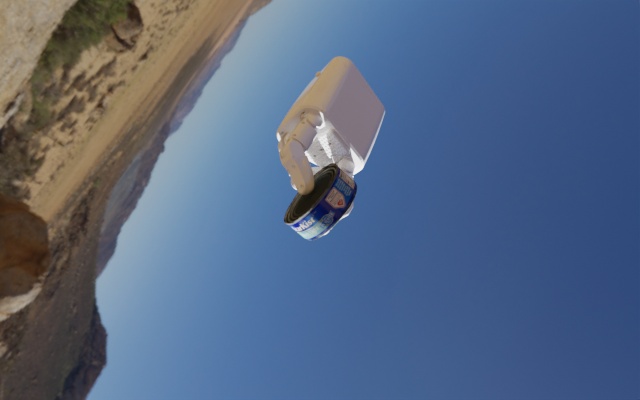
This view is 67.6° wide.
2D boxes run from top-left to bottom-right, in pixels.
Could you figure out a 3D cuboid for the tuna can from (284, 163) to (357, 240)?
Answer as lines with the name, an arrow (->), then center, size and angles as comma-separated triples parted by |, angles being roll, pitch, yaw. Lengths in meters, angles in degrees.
tuna can -> 0.000, 0.002, 0.527 | 0.034, 0.086, 0.086 | 41, -14, -16
